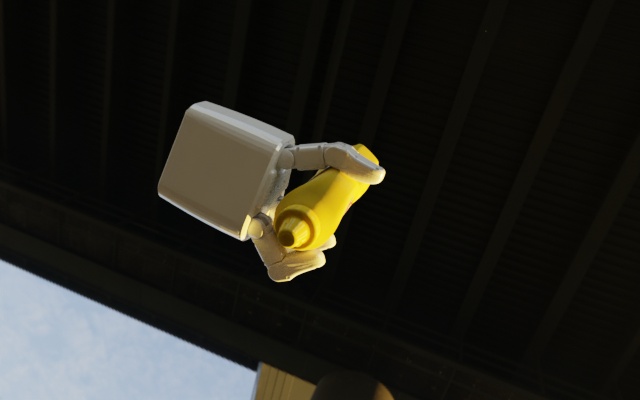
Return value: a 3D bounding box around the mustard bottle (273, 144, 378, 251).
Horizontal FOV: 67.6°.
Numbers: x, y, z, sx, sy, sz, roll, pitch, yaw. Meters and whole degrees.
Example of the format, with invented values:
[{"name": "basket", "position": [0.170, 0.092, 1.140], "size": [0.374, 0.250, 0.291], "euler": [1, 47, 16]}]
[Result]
[{"name": "mustard bottle", "position": [0.000, 0.002, 0.493], "size": [0.096, 0.058, 0.191], "euler": [-43, 1, 26]}]
